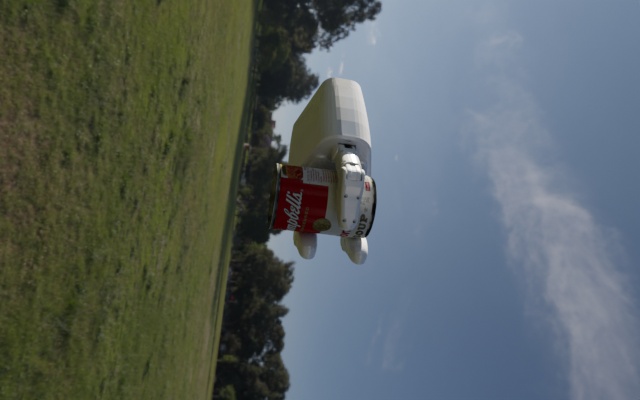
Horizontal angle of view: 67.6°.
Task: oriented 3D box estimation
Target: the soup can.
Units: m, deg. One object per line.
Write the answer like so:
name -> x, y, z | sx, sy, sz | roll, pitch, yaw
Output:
soup can -> 0.000, 0.002, 0.496 | 0.102, 0.068, 0.068 | 7, -1, -10
